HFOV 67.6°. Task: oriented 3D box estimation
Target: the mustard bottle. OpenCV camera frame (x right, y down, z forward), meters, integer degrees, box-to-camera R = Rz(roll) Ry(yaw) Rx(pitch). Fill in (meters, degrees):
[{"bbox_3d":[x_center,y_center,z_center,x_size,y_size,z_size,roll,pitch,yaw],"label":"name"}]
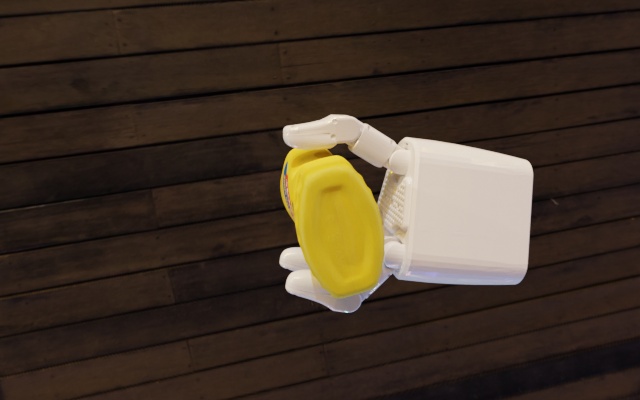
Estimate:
[{"bbox_3d":[0.000,0.001,0.406,0.058,0.096,0.191,-17,15,-5],"label":"mustard bottle"}]
